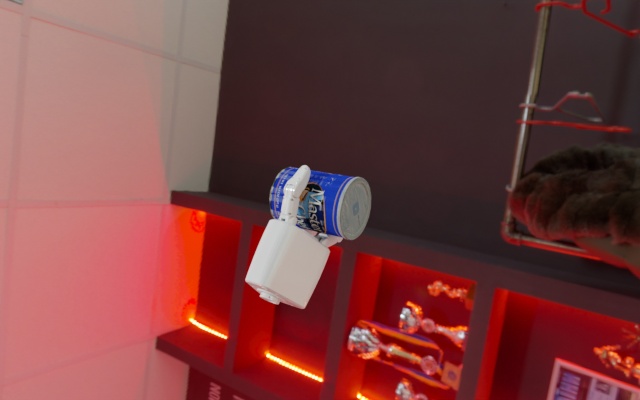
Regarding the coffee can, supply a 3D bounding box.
[{"bbox_3d":[0.000,0.002,0.804,0.140,0.103,0.103,11,6,32],"label":"coffee can"}]
